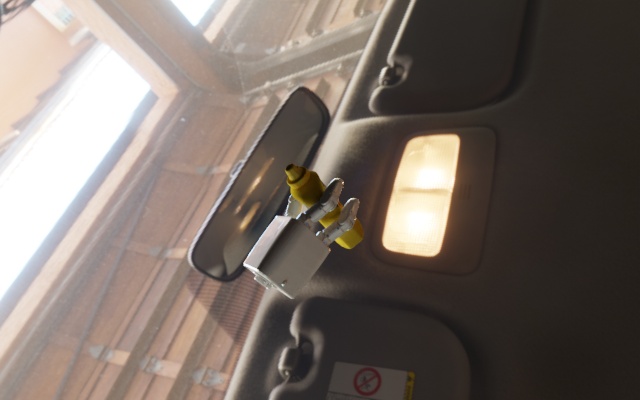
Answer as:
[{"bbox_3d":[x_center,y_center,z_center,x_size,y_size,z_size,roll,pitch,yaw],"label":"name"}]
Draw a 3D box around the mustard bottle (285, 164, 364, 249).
[{"bbox_3d":[0.001,0.003,0.849,0.192,0.058,0.096,47,6,-35],"label":"mustard bottle"}]
